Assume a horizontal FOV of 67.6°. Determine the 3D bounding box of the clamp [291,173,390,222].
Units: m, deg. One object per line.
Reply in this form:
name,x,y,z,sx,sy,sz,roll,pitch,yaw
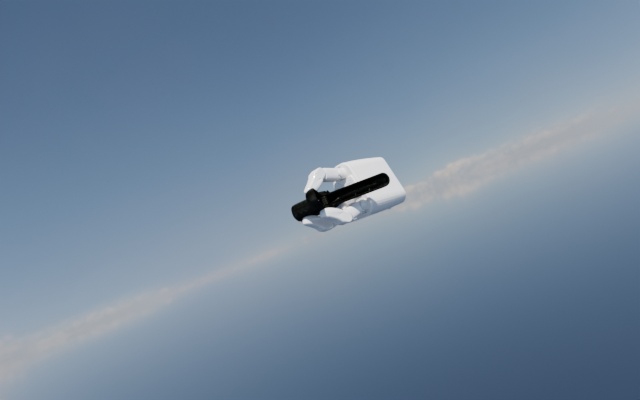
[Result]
clamp,0.000,0.002,0.847,0.164,0.036,0.210,-11,-10,-39
